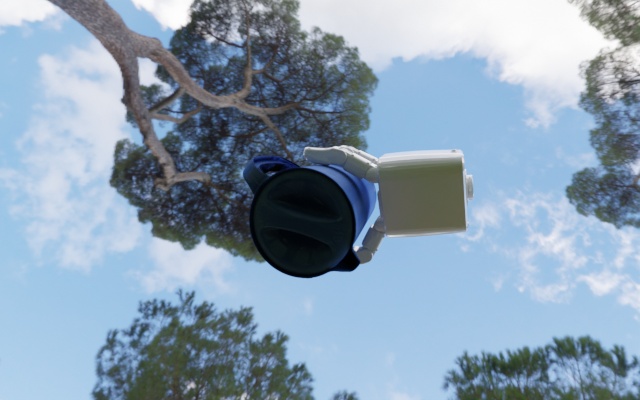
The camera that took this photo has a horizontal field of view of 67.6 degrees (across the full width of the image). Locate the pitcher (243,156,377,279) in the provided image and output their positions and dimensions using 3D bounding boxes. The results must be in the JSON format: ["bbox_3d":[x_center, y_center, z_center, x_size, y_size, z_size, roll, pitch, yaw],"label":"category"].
[{"bbox_3d":[0.000,0.002,0.668,0.145,0.149,0.243,-5,8,16],"label":"pitcher"}]
